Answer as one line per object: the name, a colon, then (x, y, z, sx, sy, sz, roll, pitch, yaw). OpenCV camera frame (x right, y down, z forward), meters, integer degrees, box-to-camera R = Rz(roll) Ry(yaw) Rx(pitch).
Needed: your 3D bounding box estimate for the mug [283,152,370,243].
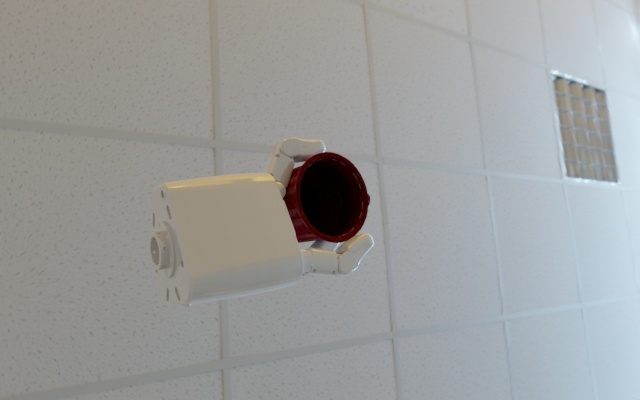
mug: (0.001, 0.002, 0.521, 0.117, 0.093, 0.081, -4, -6, -36)
